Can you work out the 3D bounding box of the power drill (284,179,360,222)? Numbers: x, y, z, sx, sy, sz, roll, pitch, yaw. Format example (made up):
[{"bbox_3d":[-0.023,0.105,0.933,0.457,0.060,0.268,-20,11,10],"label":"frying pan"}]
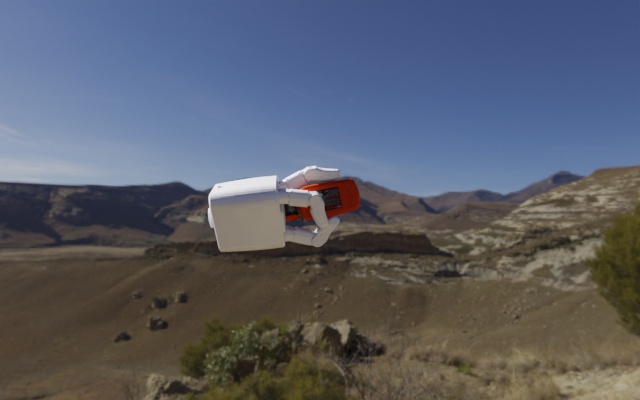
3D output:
[{"bbox_3d":[0.000,0.003,0.858,0.184,0.057,0.187,-14,-1,-20],"label":"power drill"}]
